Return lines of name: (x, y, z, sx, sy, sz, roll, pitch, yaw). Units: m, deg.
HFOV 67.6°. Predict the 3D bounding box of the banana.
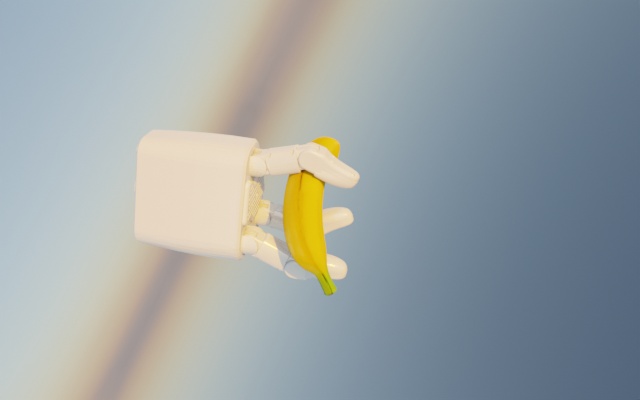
banana: (-0.007, -0.007, 0.471, 0.037, 0.197, 0.070, -12, -43, 20)
